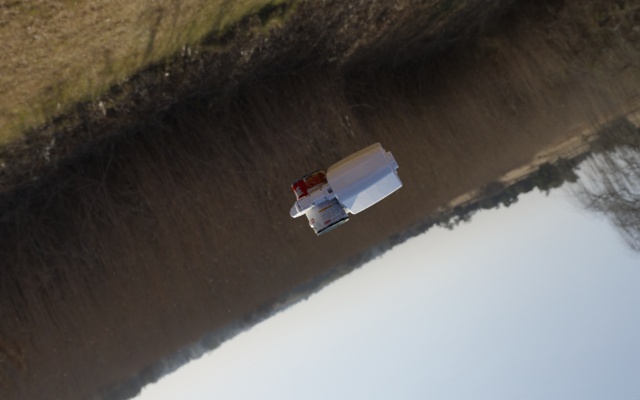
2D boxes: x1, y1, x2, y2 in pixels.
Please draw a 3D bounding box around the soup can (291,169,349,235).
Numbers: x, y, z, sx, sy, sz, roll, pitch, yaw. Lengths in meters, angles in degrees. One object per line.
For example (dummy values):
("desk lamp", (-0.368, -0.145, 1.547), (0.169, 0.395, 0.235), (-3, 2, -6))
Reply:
("soup can", (0.000, 0.003, 0.862), (0.068, 0.102, 0.068), (-27, -8, -4))
